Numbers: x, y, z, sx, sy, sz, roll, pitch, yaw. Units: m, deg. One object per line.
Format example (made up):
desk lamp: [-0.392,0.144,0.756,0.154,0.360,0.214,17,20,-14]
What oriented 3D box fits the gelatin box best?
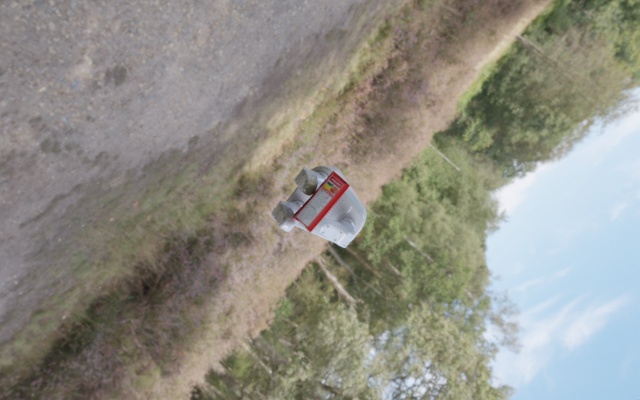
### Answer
gelatin box: [0.000,0.002,0.595,0.030,0.073,0.089,41,-2,0]
